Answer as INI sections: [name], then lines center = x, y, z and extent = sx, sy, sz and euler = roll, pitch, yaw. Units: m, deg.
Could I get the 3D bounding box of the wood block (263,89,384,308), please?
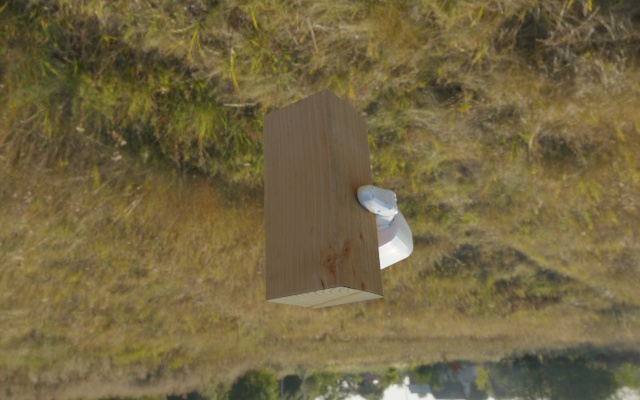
[wood block]
center = 0.001, 0.002, 0.511
extent = 0.091, 0.206, 0.090
euler = -16, -24, 30
